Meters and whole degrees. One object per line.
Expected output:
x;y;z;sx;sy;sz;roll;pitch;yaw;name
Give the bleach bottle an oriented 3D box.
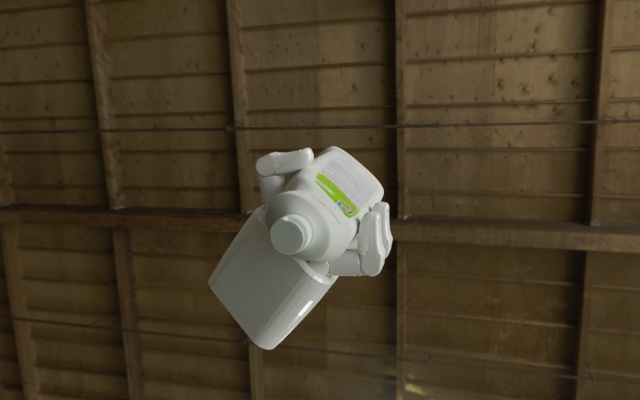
0.000;0.002;0.491;0.102;0.068;0.251;40;18;6;bleach bottle
